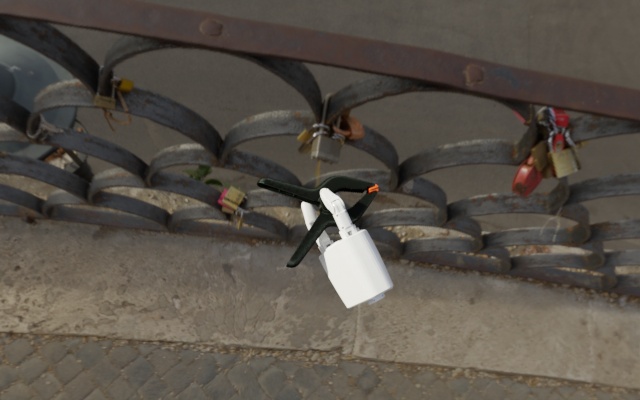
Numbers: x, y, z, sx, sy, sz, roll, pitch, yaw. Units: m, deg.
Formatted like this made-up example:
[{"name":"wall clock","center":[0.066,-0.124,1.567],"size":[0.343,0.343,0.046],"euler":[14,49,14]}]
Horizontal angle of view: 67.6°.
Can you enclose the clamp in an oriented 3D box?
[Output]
[{"name":"clamp","center":[0.001,0.003,0.841],"size":[0.210,0.164,0.036],"euler":[-25,-8,-15]}]
